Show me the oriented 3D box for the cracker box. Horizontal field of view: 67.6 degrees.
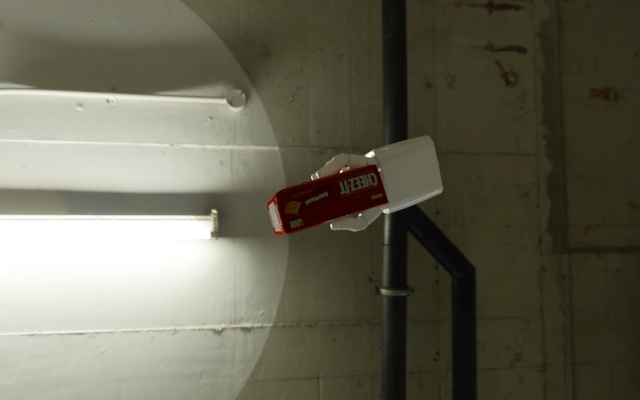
[{"bbox_3d":[0.000,0.003,0.804,0.164,0.072,0.214,-17,-1,-10],"label":"cracker box"}]
